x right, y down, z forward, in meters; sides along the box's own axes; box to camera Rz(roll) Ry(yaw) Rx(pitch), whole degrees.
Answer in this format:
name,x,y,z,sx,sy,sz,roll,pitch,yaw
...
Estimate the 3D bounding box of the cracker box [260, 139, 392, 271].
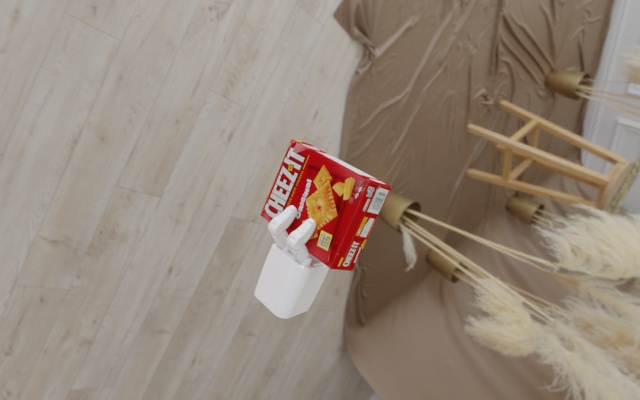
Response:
name,x,y,z,sx,sy,sz,roll,pitch,yaw
cracker box,0.000,0.003,0.858,0.072,0.164,0.213,13,14,-48
